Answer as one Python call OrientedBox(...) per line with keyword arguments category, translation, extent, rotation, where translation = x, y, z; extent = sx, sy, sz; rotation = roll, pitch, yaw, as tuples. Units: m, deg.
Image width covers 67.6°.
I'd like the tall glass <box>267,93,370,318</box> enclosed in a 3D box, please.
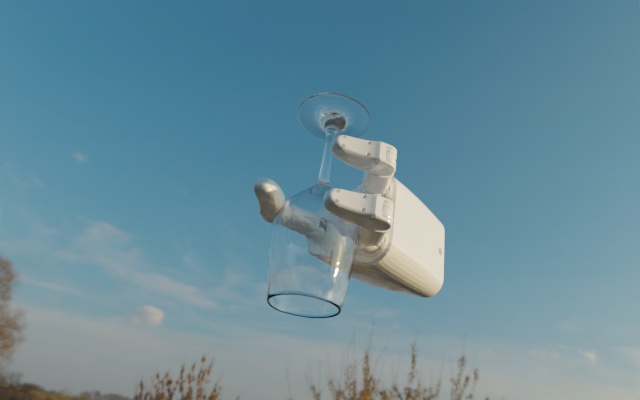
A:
OrientedBox(category="tall glass", translation=(0.000, 0.001, 0.439), extent=(0.079, 0.201, 0.079), rotation=(7, -29, 4))
